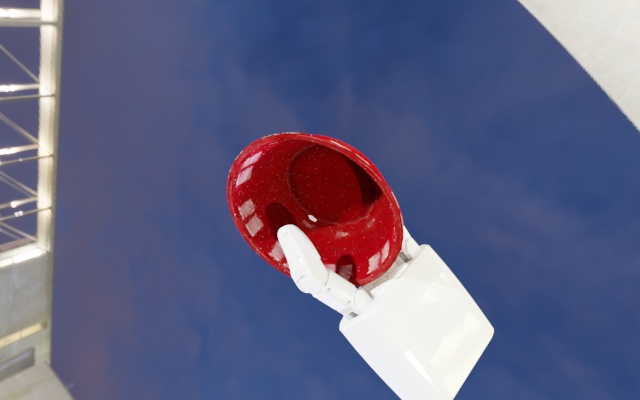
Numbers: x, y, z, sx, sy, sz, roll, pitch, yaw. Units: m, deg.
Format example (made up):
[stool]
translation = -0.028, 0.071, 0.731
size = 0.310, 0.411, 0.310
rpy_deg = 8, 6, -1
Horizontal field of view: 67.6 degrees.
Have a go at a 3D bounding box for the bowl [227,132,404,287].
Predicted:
[bowl]
translation = -0.001, 0.000, 0.427
size = 0.162, 0.162, 0.055
rpy_deg = 0, 34, 25
